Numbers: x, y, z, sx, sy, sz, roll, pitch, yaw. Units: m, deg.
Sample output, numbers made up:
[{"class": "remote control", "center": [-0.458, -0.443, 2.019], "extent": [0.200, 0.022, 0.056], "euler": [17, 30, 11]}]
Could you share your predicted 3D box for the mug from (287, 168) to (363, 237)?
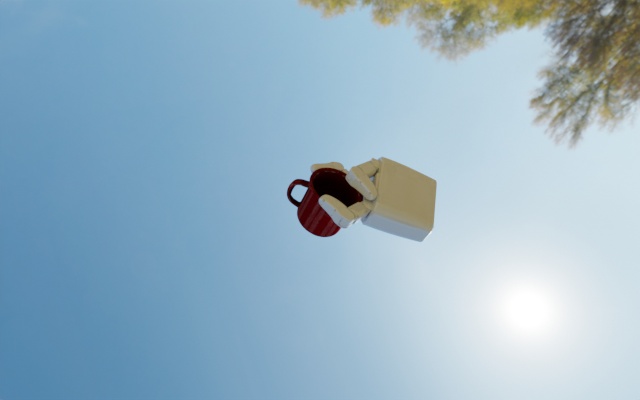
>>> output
[{"class": "mug", "center": [-0.001, 0.002, 0.783], "extent": [0.117, 0.093, 0.081], "euler": [20, -47, -11]}]
